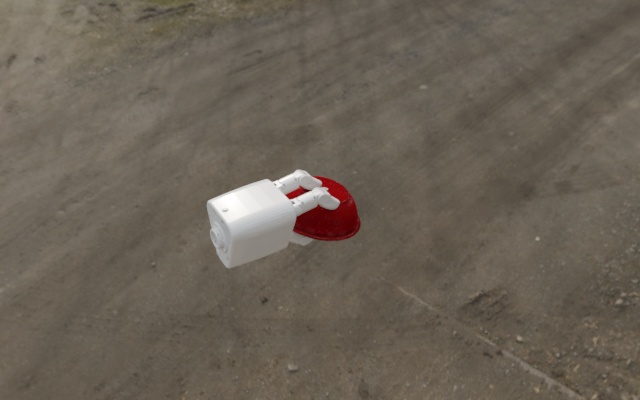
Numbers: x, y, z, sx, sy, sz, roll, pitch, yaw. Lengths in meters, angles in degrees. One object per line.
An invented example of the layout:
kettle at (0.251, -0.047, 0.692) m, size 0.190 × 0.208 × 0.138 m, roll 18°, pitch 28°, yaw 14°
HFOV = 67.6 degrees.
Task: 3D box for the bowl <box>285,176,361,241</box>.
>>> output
bowl at (0.001, 0.002, 0.844) m, size 0.162 × 0.055 × 0.162 m, roll 12°, pitch 29°, yaw -7°
